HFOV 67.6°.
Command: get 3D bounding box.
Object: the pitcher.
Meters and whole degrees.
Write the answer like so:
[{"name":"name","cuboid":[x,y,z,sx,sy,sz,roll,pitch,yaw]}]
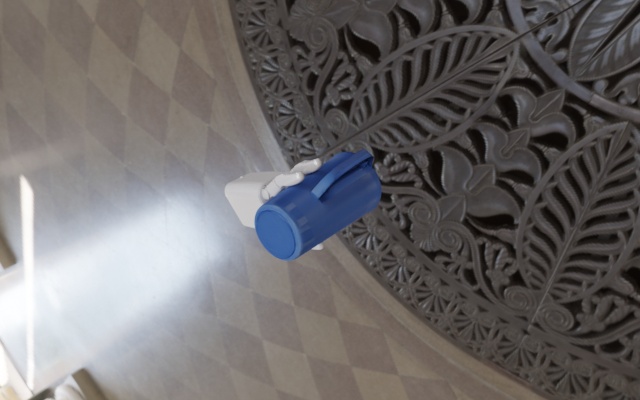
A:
[{"name":"pitcher","cuboid":[0.000,0.003,0.875,0.145,0.149,0.242,4,26,40]}]
